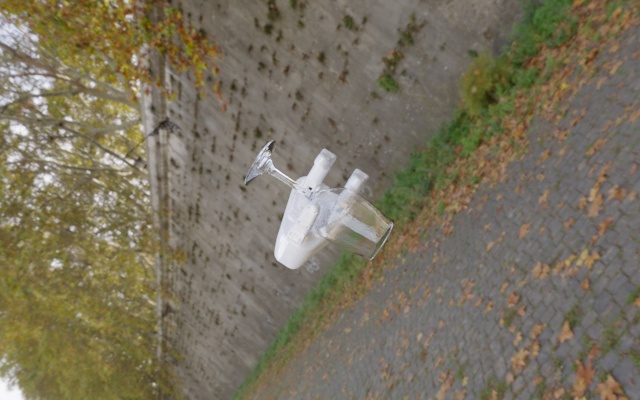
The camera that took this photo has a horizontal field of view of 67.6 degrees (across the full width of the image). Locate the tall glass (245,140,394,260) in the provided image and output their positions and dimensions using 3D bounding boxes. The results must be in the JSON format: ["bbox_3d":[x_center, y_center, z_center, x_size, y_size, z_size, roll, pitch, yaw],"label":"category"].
[{"bbox_3d":[0.000,0.002,0.654,0.201,0.079,0.079,33,2,3],"label":"tall glass"}]
